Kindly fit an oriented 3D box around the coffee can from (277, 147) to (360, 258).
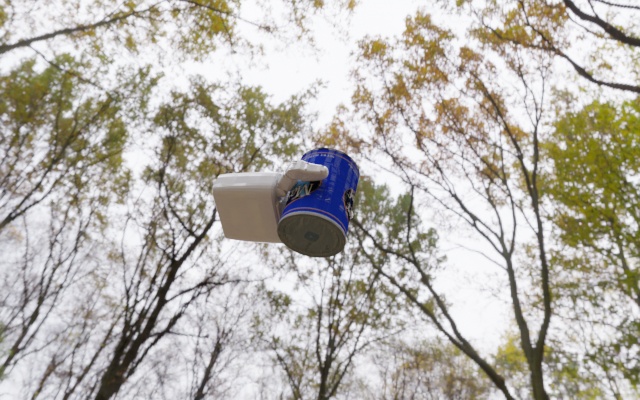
[{"bbox_3d":[0.000,0.002,0.738,0.103,0.140,0.103,9,-40,8],"label":"coffee can"}]
